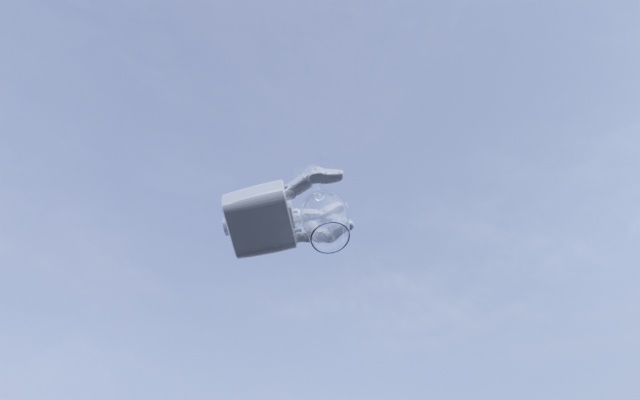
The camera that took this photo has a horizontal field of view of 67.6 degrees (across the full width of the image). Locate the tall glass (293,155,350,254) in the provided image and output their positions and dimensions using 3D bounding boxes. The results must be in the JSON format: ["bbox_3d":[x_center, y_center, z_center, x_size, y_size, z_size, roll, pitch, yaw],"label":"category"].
[{"bbox_3d":[0.000,0.002,0.807,0.079,0.079,0.201,0,33,-11],"label":"tall glass"}]
